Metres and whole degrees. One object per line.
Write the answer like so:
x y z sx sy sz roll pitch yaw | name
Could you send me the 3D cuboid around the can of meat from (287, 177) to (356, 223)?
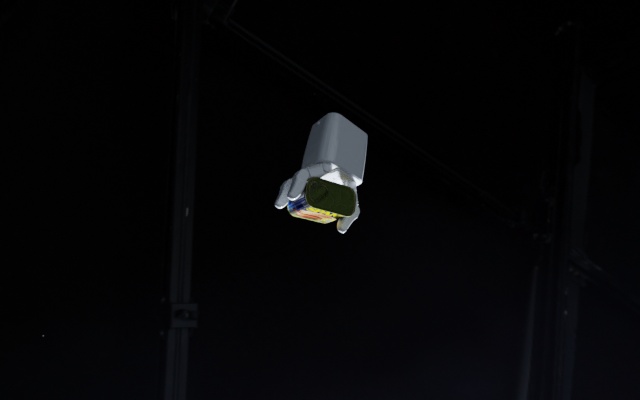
0.000 0.003 0.875 0.102 0.057 0.084 15 -20 -26 | can of meat
